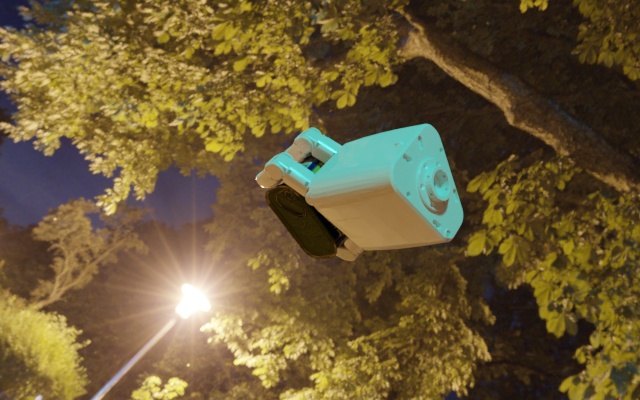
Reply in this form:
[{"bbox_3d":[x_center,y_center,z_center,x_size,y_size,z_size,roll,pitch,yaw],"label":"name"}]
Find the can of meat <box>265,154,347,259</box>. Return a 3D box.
[{"bbox_3d":[0.000,0.002,0.552,0.057,0.102,0.084,-15,26,50],"label":"can of meat"}]
